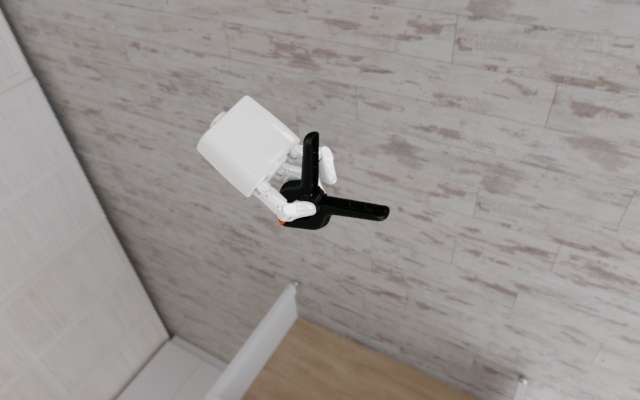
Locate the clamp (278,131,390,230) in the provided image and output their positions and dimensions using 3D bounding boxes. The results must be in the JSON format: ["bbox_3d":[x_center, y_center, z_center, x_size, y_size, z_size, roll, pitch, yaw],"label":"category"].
[{"bbox_3d":[-0.001,0.003,0.741,0.036,0.164,0.210,-50,4,-38],"label":"clamp"}]
